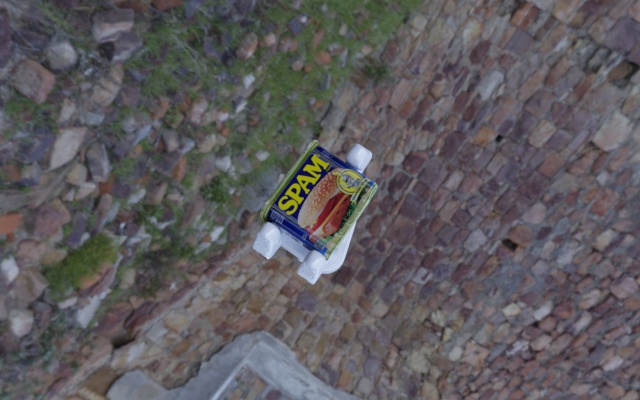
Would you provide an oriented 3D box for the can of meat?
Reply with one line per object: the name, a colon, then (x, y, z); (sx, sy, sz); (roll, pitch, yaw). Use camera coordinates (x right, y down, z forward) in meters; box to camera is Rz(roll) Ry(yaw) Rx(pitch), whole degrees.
can of meat: (0.000, 0.002, 0.506); (0.084, 0.102, 0.057); (34, -13, 7)
